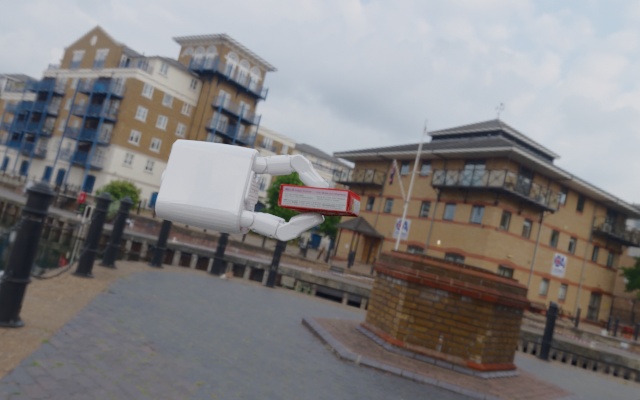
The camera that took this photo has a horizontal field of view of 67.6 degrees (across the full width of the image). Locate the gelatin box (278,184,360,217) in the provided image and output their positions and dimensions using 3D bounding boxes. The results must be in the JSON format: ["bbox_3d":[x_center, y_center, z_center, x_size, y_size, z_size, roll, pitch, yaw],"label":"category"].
[{"bbox_3d":[0.000,0.002,0.598,0.089,0.030,0.073,5,-5,15],"label":"gelatin box"}]
